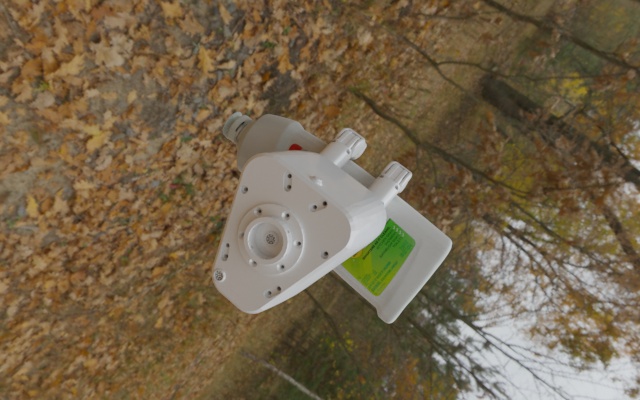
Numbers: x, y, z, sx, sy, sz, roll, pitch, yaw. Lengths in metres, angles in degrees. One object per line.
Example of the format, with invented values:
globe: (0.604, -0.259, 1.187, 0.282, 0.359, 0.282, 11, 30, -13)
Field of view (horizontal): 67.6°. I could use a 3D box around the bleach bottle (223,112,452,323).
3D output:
bleach bottle: (0.000, 0.001, 0.475, 0.251, 0.102, 0.068, 38, 13, 11)
